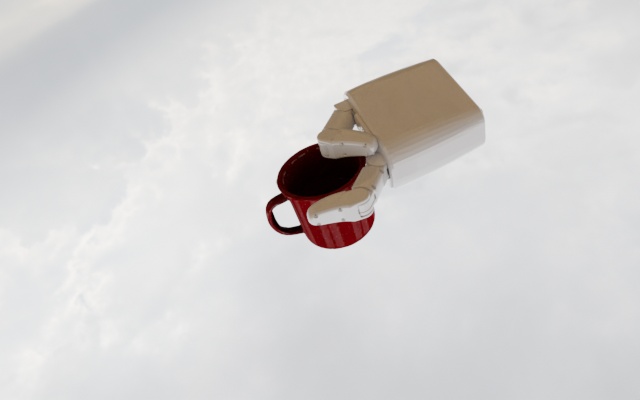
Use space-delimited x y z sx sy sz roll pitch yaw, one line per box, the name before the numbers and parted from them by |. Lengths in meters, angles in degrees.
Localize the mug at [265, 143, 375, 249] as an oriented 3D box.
mug | -0.001 0.002 0.502 0.117 0.082 0.093 -25 40 -5
